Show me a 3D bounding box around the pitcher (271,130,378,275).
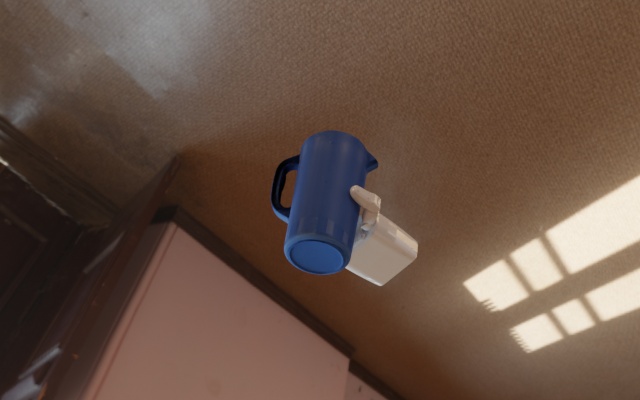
[{"bbox_3d":[0.000,0.003,0.831,0.145,0.242,0.149,33,-46,-22],"label":"pitcher"}]
